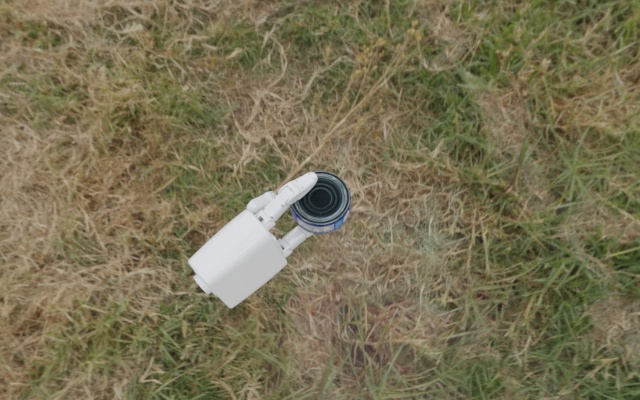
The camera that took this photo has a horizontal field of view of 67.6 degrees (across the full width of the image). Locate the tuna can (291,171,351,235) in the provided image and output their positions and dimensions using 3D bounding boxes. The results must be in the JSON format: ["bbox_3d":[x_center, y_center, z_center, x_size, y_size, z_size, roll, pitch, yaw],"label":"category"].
[{"bbox_3d":[0.000,0.002,0.673,0.086,0.086,0.034,0,-25,1],"label":"tuna can"}]
